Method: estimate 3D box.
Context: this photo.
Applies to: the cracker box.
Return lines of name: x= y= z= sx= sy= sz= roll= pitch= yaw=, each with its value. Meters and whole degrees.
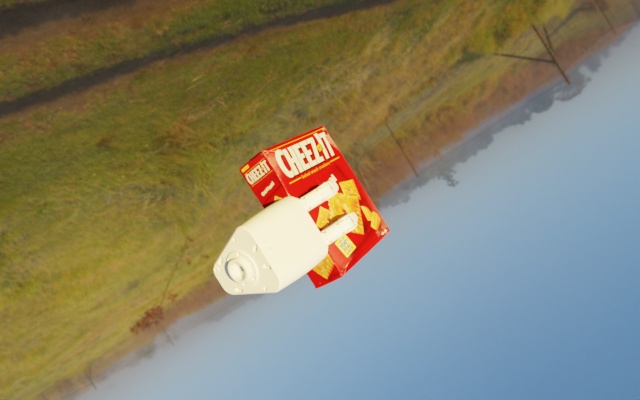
cracker box: x=0.000 y=0.003 z=0.747 sx=0.072 sy=0.213 sz=0.164 roll=-32 pitch=0 yaw=40
